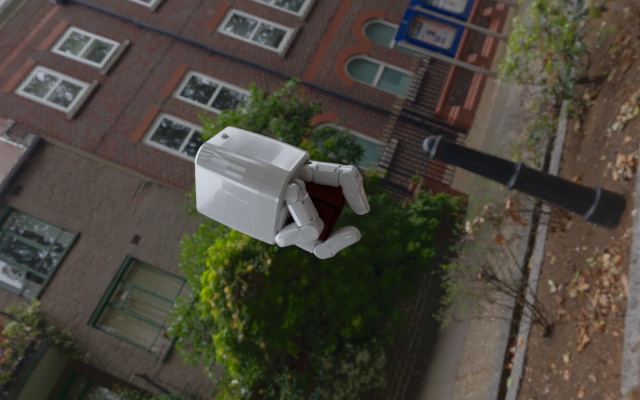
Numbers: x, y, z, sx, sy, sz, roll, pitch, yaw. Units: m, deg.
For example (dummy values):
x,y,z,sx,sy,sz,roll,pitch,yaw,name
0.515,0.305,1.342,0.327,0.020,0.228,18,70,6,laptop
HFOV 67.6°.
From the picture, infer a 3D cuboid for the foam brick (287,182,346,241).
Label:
x,y,z,sx,sy,sz,roll,pitch,yaw,name
0.000,0.002,0.581,0.051,0.053,0.078,21,30,7,foam brick
